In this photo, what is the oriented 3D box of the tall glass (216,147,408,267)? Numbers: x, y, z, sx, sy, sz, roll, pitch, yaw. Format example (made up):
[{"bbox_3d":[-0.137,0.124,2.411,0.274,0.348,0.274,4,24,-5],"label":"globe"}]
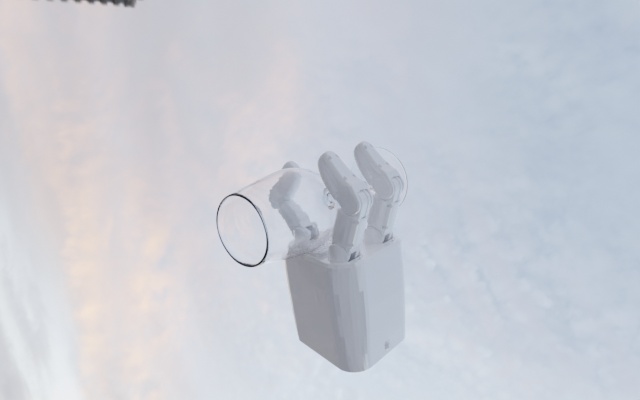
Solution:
[{"bbox_3d":[0.000,0.001,0.453,0.079,0.079,0.201,0,13,41],"label":"tall glass"}]
